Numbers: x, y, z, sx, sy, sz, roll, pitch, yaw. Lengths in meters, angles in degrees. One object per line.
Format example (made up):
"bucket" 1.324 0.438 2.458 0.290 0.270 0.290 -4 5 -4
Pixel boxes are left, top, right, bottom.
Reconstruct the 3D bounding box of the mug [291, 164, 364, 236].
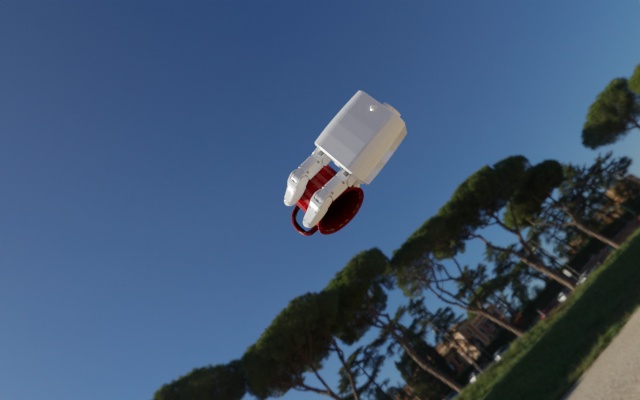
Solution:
"mug" -0.001 0.003 0.758 0.081 0.117 0.093 43 7 29
